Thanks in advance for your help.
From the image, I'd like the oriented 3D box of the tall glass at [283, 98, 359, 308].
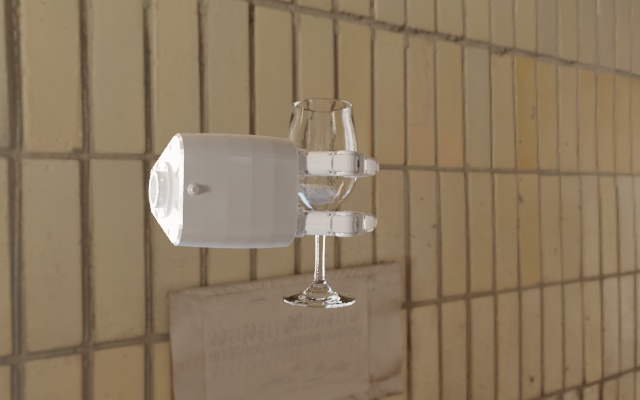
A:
[{"bbox_3d":[0.000,0.002,0.487,0.079,0.201,0.079,1,0,0],"label":"tall glass"}]
